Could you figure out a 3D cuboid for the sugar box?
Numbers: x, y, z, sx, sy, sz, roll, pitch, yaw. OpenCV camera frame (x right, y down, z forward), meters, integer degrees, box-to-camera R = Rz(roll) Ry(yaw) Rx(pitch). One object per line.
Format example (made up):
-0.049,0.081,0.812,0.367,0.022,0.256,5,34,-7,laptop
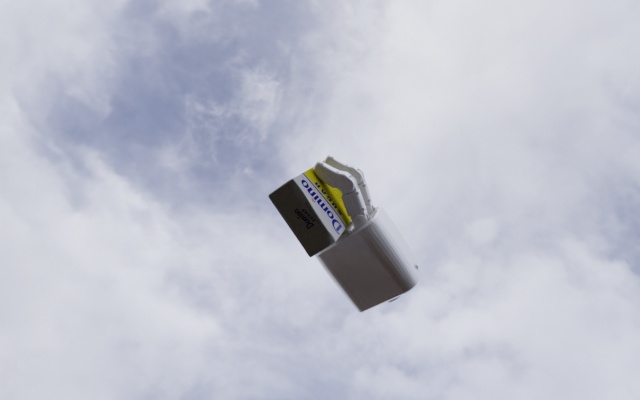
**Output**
0.001,0.002,0.639,0.048,0.093,0.176,-33,3,17,sugar box
